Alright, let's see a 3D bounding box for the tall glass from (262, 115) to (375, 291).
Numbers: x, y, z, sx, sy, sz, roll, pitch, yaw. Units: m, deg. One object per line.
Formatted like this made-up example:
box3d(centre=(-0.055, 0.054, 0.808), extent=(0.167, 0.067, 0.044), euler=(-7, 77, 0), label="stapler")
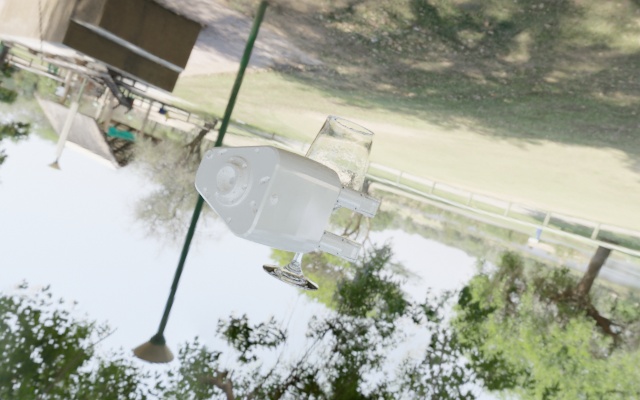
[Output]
box3d(centre=(0.000, 0.003, 0.578), extent=(0.079, 0.201, 0.079), euler=(22, 2, -1), label="tall glass")
